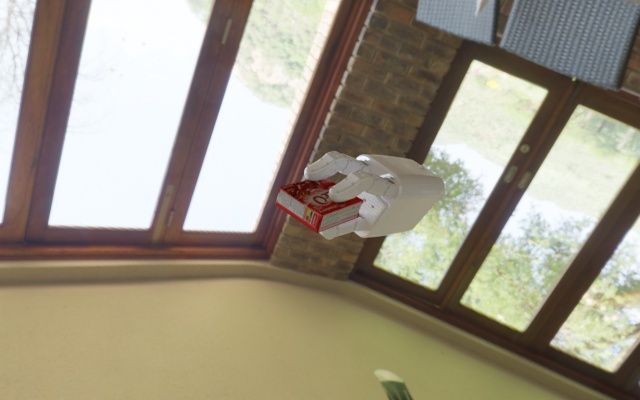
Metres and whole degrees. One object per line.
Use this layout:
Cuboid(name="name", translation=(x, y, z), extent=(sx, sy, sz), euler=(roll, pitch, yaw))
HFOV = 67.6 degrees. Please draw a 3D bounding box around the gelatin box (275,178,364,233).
Cuboid(name="gelatin box", translation=(0.000, 0.002, 0.607), extent=(0.073, 0.030, 0.089), euler=(33, 31, 30))
